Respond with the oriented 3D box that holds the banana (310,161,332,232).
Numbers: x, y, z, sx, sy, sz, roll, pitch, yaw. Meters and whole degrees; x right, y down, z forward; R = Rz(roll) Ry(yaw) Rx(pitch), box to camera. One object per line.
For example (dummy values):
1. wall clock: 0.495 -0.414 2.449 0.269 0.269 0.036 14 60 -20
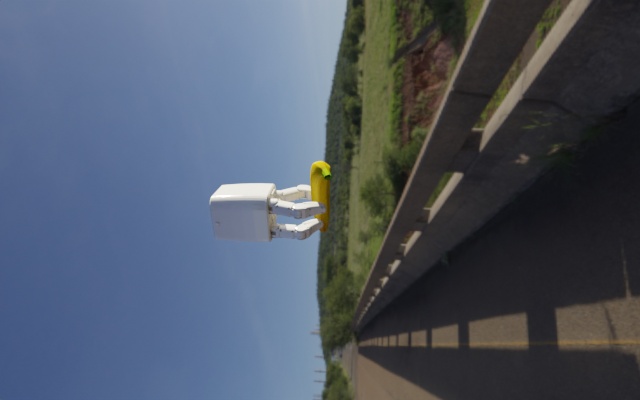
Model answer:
1. banana: 0.000 -0.015 0.879 0.037 0.069 0.198 -1 -31 0
